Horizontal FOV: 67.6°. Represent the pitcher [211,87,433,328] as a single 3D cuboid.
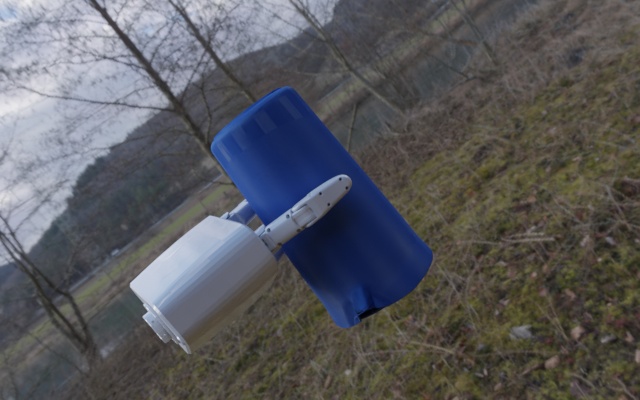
[{"bbox_3d":[0.000,0.002,0.521,0.145,0.243,0.149,-41,9,-23],"label":"pitcher"}]
